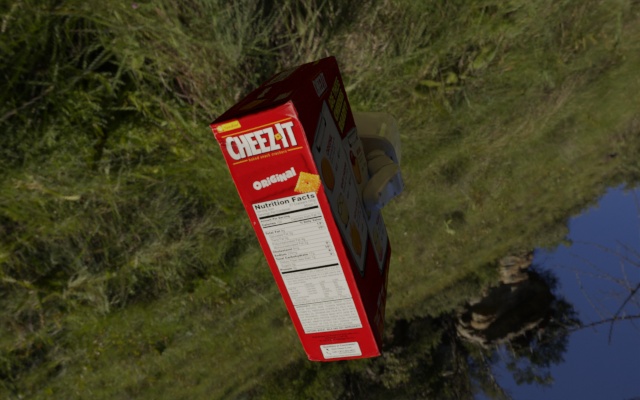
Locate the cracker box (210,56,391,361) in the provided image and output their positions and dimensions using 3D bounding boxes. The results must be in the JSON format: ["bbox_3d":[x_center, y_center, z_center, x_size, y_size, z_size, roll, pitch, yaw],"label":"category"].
[{"bbox_3d":[0.000,0.001,0.414,0.072,0.214,0.164,-13,23,17],"label":"cracker box"}]
